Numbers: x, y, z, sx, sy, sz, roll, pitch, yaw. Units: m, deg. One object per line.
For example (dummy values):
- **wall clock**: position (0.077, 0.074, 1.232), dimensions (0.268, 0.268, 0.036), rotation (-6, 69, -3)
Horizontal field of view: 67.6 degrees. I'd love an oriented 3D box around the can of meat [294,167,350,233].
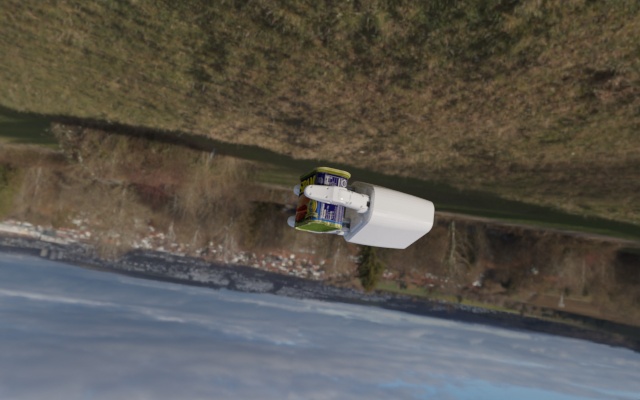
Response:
- **can of meat**: position (0.000, 0.003, 0.731), dimensions (0.057, 0.084, 0.102), rotation (12, -12, -20)
